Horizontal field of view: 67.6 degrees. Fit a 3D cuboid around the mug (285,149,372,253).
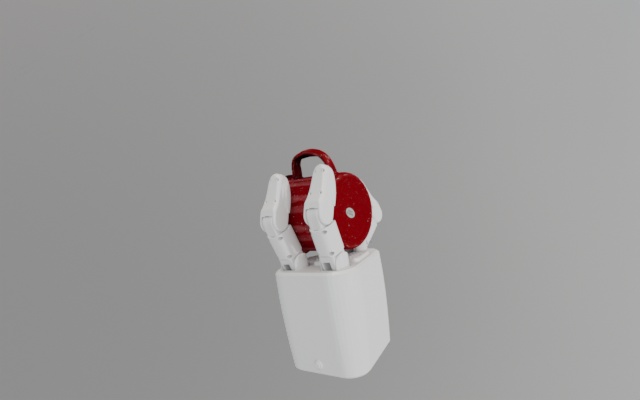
[{"bbox_3d":[0.000,0.000,0.517,0.081,0.117,0.093,-6,6,40],"label":"mug"}]
